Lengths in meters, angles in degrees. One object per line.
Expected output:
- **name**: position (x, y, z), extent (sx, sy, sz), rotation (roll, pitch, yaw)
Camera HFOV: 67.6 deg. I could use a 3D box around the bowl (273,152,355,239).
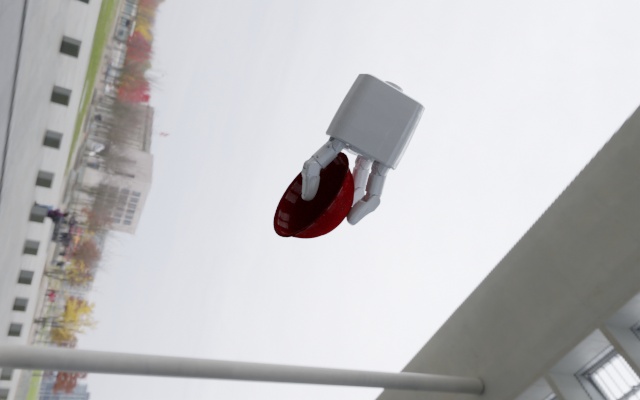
- **bowl**: position (-0.001, 0.004, 0.740), extent (0.055, 0.162, 0.162), rotation (40, -21, -27)
